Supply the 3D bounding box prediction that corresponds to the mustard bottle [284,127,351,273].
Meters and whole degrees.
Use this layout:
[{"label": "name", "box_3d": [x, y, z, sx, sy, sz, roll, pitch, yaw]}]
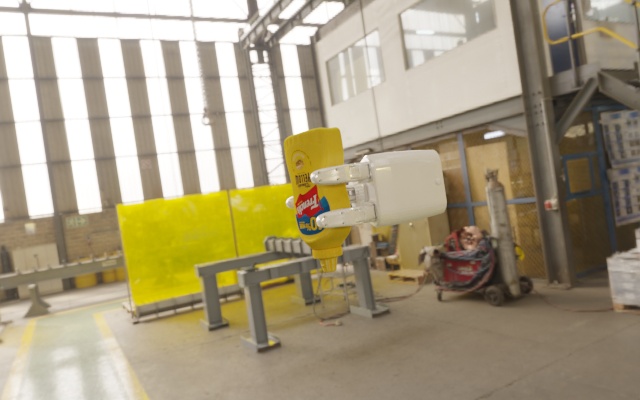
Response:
[{"label": "mustard bottle", "box_3d": [0.000, 0.002, 0.652, 0.058, 0.191, 0.096, -9, 1, -39]}]
